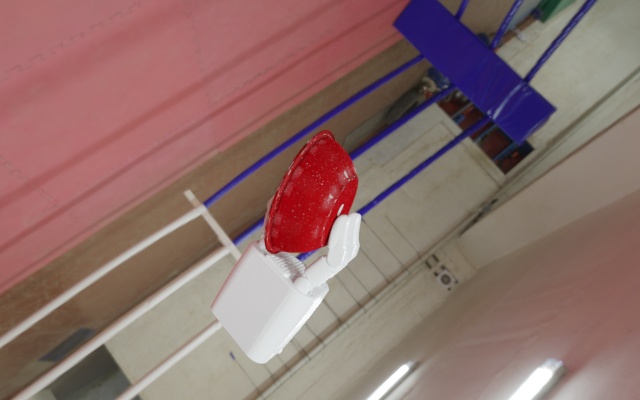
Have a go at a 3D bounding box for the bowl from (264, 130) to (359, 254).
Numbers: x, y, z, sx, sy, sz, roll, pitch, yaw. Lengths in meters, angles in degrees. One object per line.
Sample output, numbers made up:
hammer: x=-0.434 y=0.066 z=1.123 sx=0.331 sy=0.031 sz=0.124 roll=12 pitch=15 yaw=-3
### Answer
bowl: x=0.001 y=0.001 z=0.560 sx=0.055 sy=0.162 sz=0.162 roll=25 pitch=7 yaw=15
